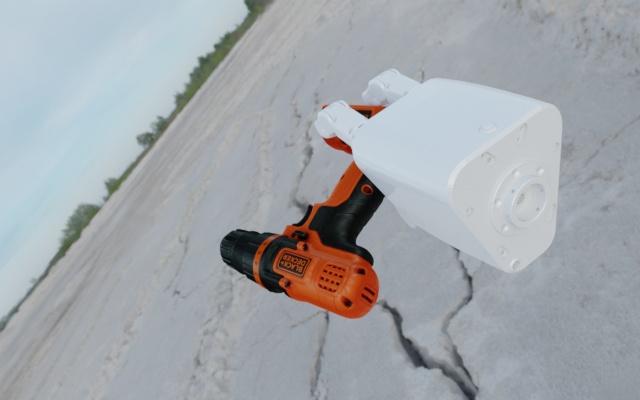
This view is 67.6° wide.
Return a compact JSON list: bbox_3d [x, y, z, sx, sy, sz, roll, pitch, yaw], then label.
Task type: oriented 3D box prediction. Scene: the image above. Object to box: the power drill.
[{"bbox_3d":[0.000,0.001,0.446,0.184,0.187,0.057,13,-18,41],"label":"power drill"}]
